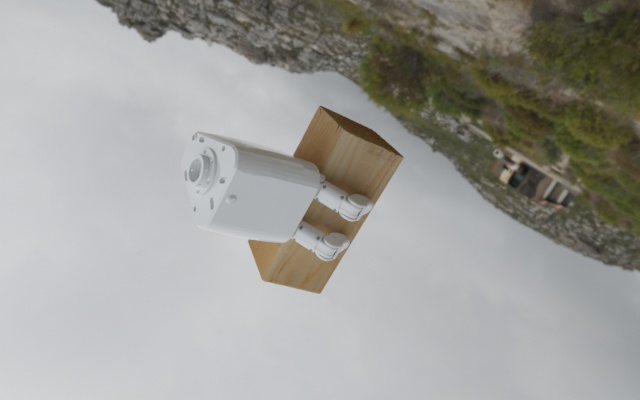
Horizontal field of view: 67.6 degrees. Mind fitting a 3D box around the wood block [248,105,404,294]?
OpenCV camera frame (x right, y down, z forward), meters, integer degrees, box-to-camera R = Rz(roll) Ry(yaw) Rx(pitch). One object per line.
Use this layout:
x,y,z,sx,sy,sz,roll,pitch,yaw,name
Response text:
0.000,0.002,0.596,0.090,0.206,0.090,19,21,-30,wood block
